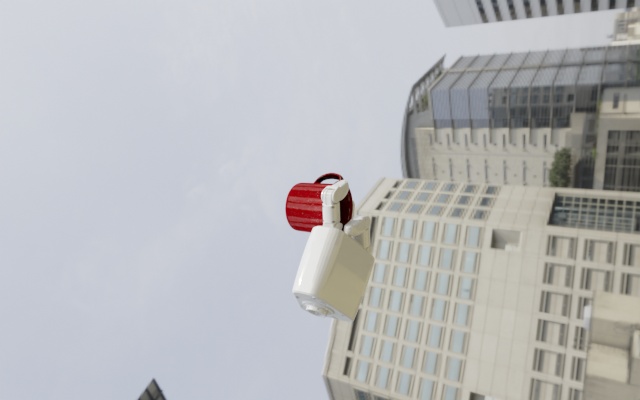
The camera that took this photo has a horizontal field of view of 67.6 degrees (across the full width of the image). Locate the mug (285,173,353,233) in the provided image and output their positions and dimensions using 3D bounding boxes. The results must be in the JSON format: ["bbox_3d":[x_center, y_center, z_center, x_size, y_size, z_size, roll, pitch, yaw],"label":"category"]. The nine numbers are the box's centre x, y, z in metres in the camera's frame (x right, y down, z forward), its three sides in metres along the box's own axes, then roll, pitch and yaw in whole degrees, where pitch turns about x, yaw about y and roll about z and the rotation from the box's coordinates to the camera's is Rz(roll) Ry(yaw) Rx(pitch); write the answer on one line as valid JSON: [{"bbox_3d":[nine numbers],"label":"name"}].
[{"bbox_3d":[0.000,0.001,0.785,0.081,0.117,0.093,4,-31,31],"label":"mug"}]
